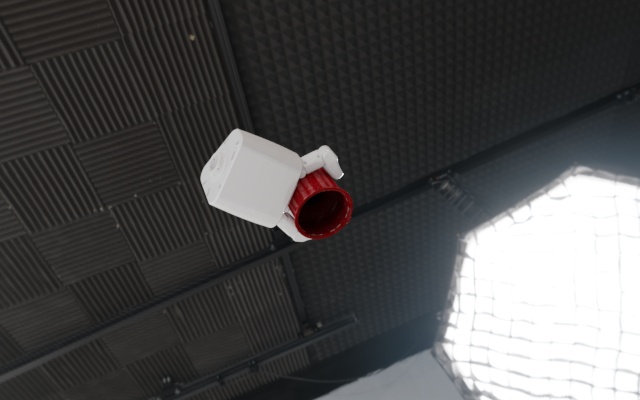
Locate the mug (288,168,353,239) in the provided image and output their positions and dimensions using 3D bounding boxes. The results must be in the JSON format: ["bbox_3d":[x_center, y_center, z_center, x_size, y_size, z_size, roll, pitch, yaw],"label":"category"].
[{"bbox_3d":[0.001,0.003,0.741,0.117,0.093,0.081,23,21,-36],"label":"mug"}]
